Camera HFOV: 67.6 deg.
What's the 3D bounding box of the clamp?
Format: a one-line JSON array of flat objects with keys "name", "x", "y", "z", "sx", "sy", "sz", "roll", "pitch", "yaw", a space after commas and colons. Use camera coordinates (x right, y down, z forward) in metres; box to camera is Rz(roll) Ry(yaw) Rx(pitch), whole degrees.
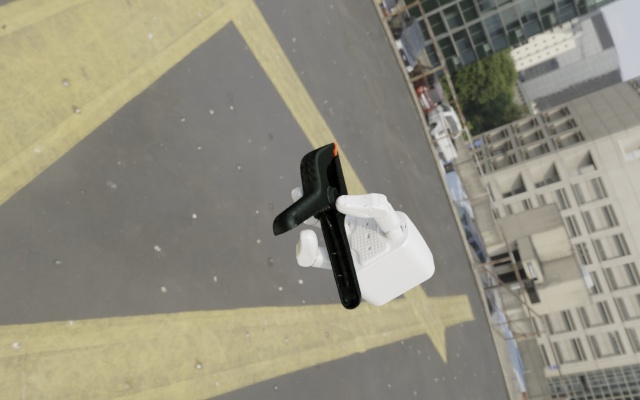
[{"name": "clamp", "x": 0.001, "y": 0.001, "z": 0.557, "sx": 0.036, "sy": 0.209, "sz": 0.165, "roll": -18, "pitch": -40, "yaw": 22}]
